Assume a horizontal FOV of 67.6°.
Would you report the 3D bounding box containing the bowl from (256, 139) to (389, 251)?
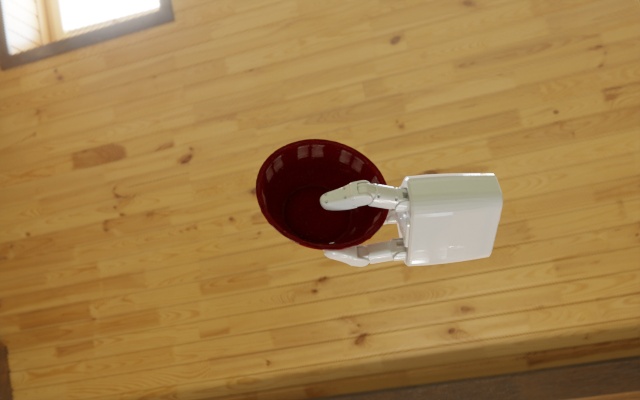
[{"bbox_3d":[-0.001,0.002,0.587,0.162,0.162,0.055,0,-34,-11],"label":"bowl"}]
